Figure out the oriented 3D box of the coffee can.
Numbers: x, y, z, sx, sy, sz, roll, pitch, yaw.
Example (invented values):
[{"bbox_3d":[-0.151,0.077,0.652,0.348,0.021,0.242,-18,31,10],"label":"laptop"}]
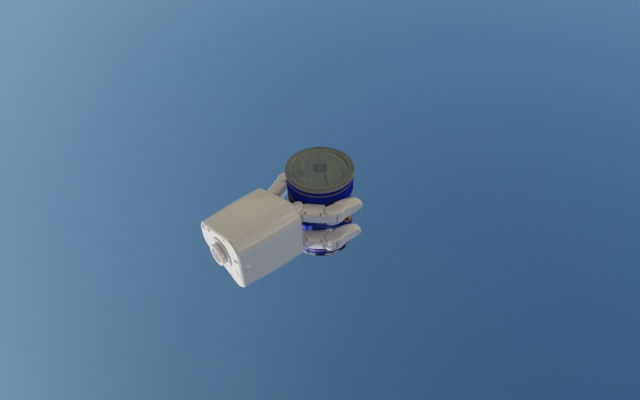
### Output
[{"bbox_3d":[0.000,0.002,0.745,0.103,0.140,0.102,-1,43,1],"label":"coffee can"}]
